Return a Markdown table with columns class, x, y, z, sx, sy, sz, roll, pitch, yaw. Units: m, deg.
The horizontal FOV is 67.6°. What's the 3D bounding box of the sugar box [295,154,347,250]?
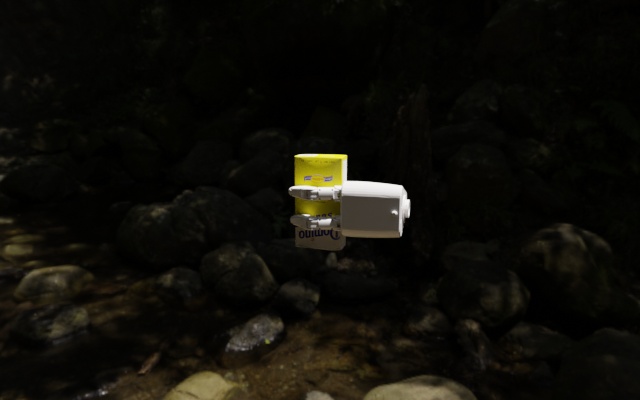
| class | x | y | z | sx | sy | sz | roll | pitch | yaw |
| --- | --- | --- | --- | --- | --- | --- | --- | --- | --- |
| sugar box | 0.000 | 0.003 | 0.894 | 0.093 | 0.176 | 0.048 | 3 | 12 | 16 |
